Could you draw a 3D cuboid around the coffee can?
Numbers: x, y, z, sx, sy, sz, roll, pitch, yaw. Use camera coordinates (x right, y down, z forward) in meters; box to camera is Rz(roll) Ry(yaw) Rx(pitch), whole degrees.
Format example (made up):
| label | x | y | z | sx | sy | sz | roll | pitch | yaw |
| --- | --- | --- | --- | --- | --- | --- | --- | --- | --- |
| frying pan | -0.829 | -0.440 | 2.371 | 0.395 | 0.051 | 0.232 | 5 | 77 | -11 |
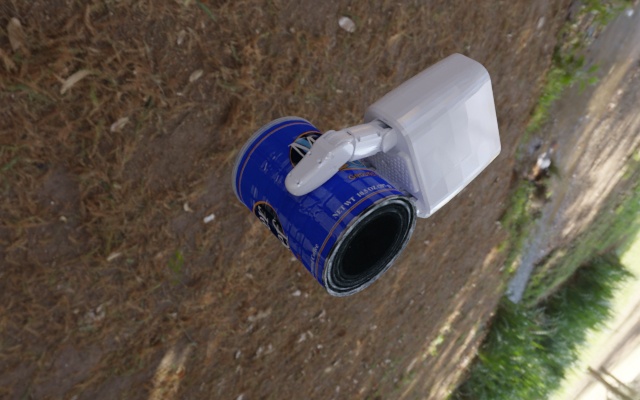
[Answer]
| label | x | y | z | sx | sy | sz | roll | pitch | yaw |
| --- | --- | --- | --- | --- | --- | --- | --- | --- | --- |
| coffee can | 0.000 | 0.001 | 0.429 | 0.103 | 0.103 | 0.140 | 0 | 33 | -47 |
